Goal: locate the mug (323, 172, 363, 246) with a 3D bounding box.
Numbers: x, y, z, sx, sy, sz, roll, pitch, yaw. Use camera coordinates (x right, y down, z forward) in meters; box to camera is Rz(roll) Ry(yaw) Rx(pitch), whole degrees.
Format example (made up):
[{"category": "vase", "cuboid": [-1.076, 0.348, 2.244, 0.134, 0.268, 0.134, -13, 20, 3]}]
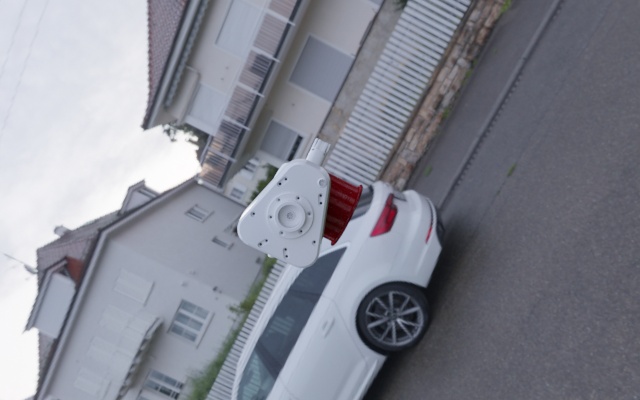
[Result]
[{"category": "mug", "cuboid": [0.000, 0.002, 0.663, 0.081, 0.093, 0.117, 26, 2, -4]}]
